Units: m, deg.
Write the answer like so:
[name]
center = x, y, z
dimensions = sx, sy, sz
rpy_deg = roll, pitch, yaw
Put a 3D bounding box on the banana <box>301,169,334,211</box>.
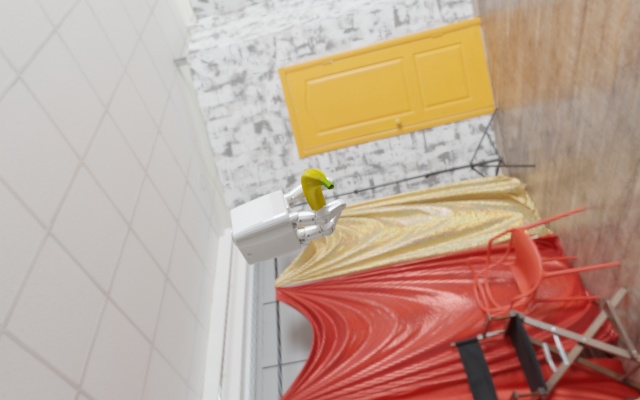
[banana]
center = -0.009, -0.014, 0.872
dimensions = 0.037, 0.069, 0.198
rpy_deg = -28, -15, -9
